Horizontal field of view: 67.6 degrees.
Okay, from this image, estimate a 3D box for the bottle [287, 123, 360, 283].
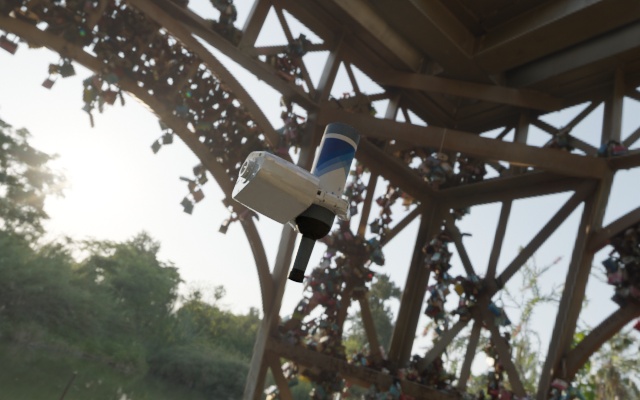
[{"bbox_3d":[0.000,0.003,0.846,0.069,0.295,0.069,16,-21,6],"label":"bottle"}]
